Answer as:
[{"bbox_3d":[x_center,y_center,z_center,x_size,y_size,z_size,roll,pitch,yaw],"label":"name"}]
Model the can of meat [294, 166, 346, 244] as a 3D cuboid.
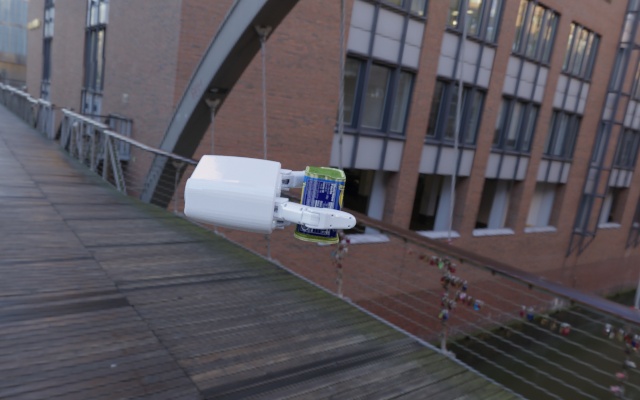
[{"bbox_3d":[0.000,0.002,0.626,0.057,0.084,0.102,8,10,-2],"label":"can of meat"}]
